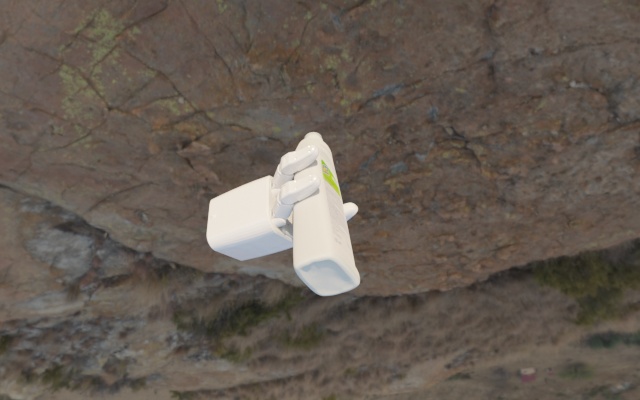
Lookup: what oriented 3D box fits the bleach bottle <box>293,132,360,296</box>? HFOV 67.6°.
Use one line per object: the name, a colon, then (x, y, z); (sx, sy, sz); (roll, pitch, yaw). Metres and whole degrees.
bleach bottle: (0.000, 0.002, 0.687); (0.068, 0.250, 0.103); (-19, -42, 16)
